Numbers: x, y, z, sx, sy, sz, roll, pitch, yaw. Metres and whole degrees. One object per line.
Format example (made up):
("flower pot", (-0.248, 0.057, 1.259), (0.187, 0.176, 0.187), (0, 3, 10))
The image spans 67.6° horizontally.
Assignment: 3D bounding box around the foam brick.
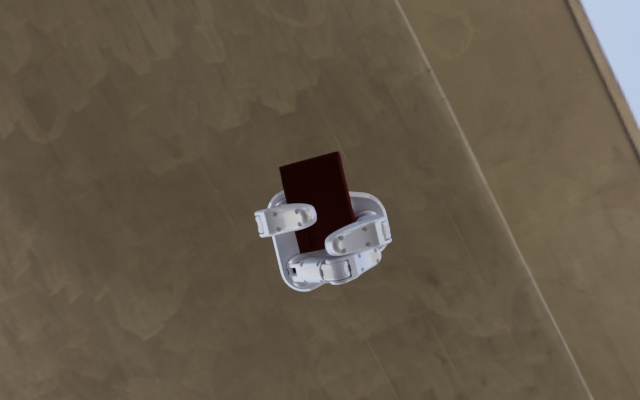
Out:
("foam brick", (0.000, 0.001, 0.417), (0.053, 0.078, 0.051), (-13, 3, 5))
